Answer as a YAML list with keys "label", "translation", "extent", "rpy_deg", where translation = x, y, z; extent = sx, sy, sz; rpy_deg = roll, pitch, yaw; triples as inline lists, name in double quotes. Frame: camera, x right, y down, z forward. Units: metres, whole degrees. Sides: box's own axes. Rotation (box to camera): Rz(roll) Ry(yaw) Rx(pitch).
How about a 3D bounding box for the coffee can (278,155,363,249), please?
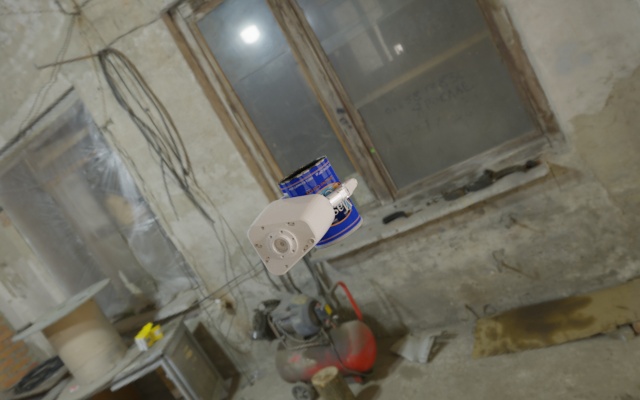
- label: "coffee can"
  translation: [0.000, 0.003, 0.879]
  extent: [0.103, 0.140, 0.102]
  rpy_deg: [-29, 10, 6]
